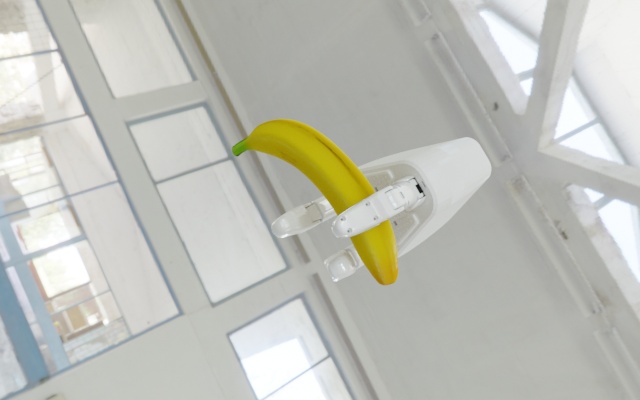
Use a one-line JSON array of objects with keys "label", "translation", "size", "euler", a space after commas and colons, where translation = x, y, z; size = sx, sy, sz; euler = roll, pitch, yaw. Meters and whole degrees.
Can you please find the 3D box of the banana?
[{"label": "banana", "translation": [0.004, -0.014, 0.414], "size": [0.197, 0.070, 0.037], "euler": [42, 40, 20]}]
